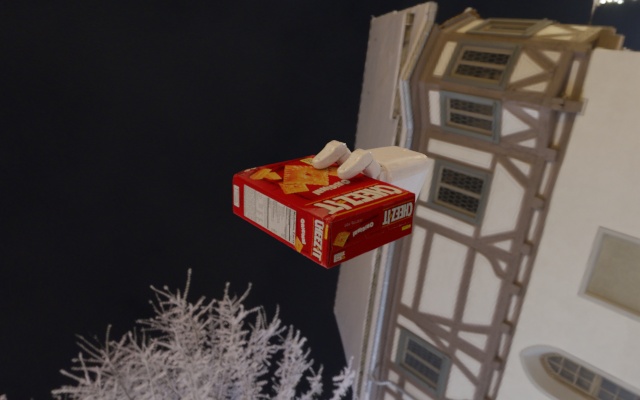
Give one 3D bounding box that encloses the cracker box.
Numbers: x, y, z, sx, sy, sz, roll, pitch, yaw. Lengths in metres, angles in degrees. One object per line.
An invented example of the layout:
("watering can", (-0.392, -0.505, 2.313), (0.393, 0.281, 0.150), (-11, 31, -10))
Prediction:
("cracker box", (0.000, 0.002, 0.682), (0.164, 0.072, 0.213), (-17, 29, -39))
